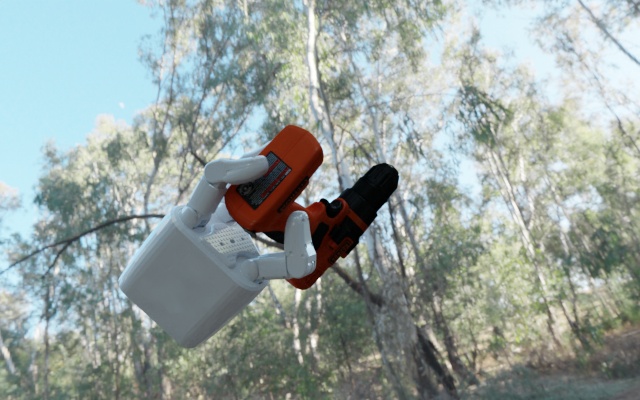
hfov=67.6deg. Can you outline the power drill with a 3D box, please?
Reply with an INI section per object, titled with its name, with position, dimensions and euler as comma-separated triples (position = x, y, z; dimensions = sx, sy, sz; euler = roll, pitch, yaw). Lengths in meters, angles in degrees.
[power drill]
position = 0.000, 0.002, 0.506
dimensions = 0.057, 0.184, 0.188
euler = 39, -4, 35
